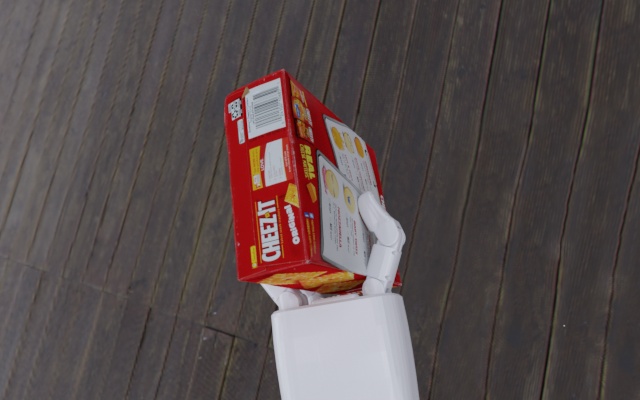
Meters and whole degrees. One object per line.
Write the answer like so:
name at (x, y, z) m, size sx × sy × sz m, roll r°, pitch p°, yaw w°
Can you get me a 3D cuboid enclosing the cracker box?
cracker box at (0.000, 0.001, 0.460) m, size 0.072 × 0.164 × 0.214 m, roll -16°, pitch -20°, yaw 23°
